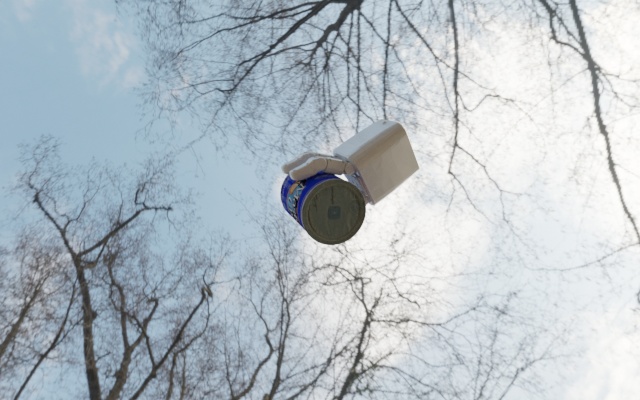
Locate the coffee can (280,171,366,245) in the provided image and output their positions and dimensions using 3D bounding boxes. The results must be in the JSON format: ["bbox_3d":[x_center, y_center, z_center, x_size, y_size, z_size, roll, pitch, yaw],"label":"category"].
[{"bbox_3d":[0.000,0.003,0.779,0.103,0.103,0.140,0,14,-19],"label":"coffee can"}]
